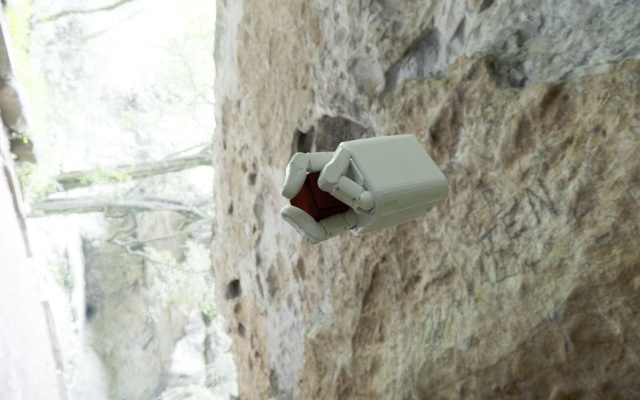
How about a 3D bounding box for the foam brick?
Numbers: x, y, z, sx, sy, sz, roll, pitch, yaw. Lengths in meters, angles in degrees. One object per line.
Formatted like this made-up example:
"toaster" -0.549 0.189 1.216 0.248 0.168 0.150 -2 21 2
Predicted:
"foam brick" 0.000 0.002 0.608 0.051 0.053 0.078 -12 -19 -23
